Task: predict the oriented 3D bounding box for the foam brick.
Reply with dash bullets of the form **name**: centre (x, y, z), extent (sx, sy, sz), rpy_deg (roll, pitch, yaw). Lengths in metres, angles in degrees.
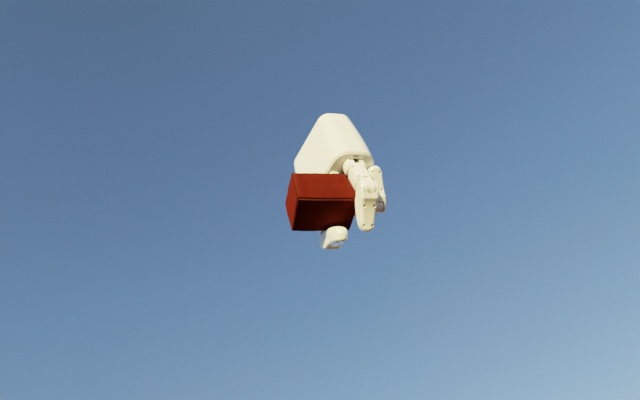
- **foam brick**: centre (0.000, 0.002, 0.590), extent (0.078, 0.053, 0.051), rpy_deg (1, 40, -18)
